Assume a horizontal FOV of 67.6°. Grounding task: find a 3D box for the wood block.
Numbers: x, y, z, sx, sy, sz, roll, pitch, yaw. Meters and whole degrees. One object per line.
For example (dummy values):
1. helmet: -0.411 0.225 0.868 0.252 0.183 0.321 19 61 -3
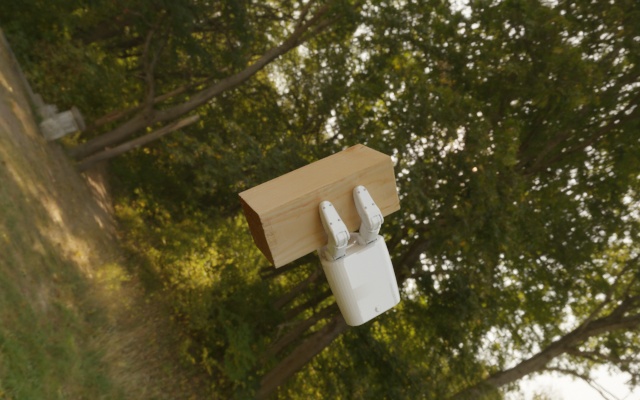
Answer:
1. wood block: 0.000 0.002 0.692 0.206 0.090 0.090 -24 28 -19
